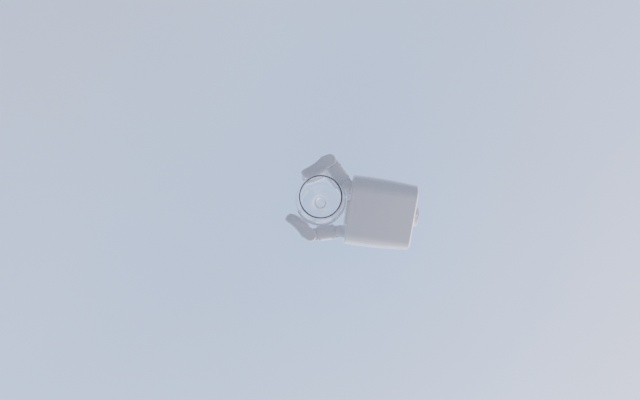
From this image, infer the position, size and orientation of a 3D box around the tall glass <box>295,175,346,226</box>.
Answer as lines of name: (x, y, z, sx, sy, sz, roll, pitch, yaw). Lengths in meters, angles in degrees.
tall glass: (0.000, 0.003, 0.769, 0.079, 0.079, 0.201, 0, -4, 0)
